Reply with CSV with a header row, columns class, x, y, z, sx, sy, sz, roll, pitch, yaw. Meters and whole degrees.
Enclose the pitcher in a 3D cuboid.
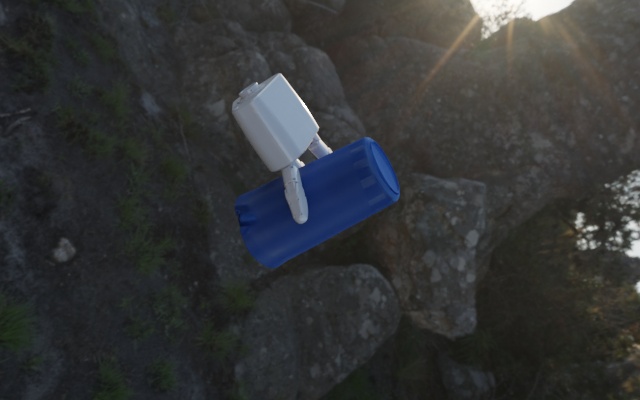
class,x,y,z,sx,sy,sz,roll,pitch,yaw
pitcher,0.000,0.002,0.758,0.243,0.145,0.149,-27,23,21
